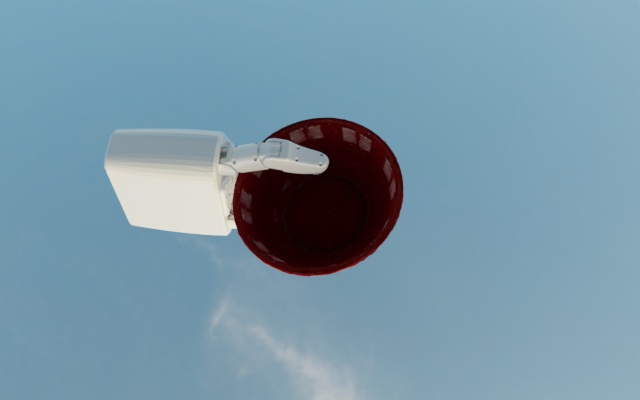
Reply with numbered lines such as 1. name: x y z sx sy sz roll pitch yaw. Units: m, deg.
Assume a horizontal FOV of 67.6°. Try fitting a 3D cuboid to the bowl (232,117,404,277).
1. bowl: 0.001 0.002 0.463 0.162 0.162 0.055 0 -24 12
